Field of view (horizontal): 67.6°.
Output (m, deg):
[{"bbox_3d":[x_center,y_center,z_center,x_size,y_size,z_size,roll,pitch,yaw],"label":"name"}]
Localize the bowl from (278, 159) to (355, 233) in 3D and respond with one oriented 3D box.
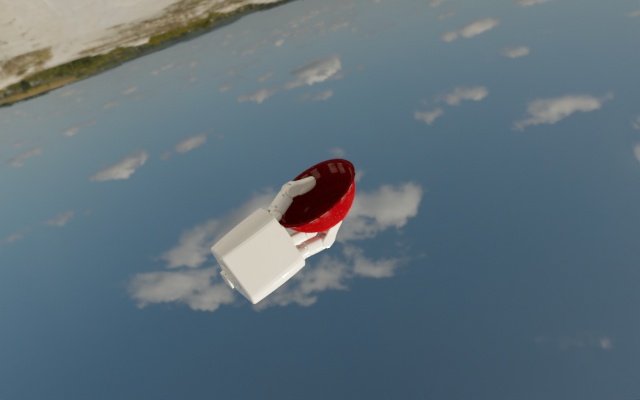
[{"bbox_3d":[0.001,0.002,0.809,0.162,0.162,0.055,0,-43,47],"label":"bowl"}]
